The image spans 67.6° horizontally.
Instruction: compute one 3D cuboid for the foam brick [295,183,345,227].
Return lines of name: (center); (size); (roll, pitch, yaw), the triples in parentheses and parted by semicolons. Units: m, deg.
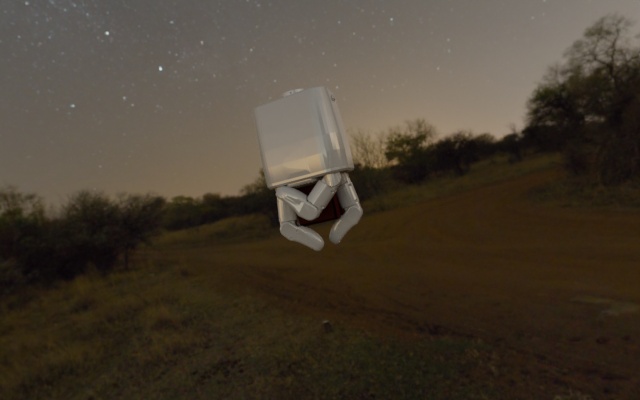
foam brick: (0.000, 0.002, 0.644); (0.053, 0.051, 0.078); (-14, 1, 11)
